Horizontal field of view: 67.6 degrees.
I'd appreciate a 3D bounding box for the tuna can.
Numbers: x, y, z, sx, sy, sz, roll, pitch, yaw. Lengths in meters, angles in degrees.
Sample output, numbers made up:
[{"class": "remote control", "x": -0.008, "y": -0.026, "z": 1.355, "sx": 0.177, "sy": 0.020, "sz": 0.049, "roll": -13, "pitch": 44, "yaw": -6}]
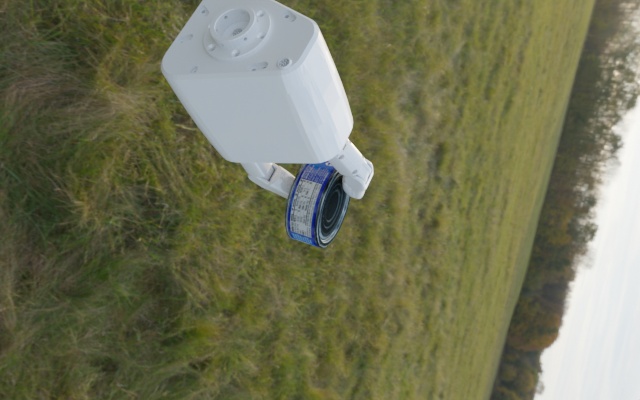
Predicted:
[{"class": "tuna can", "x": 0.001, "y": 0.002, "z": 0.464, "sx": 0.034, "sy": 0.086, "sz": 0.086, "roll": 17, "pitch": 6, "yaw": 19}]
